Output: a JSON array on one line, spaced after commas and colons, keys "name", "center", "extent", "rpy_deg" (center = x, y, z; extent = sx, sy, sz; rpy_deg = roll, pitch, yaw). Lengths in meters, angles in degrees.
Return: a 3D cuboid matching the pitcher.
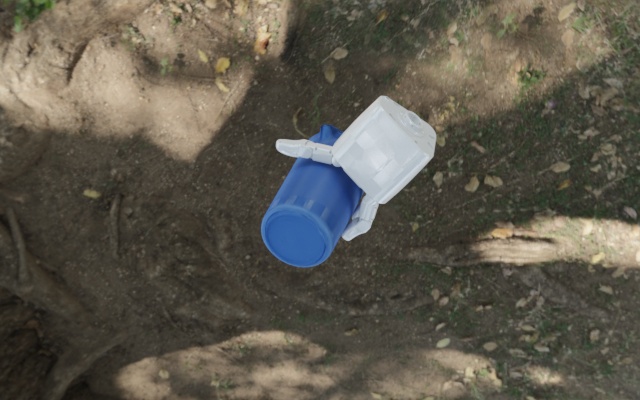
[{"name": "pitcher", "center": [0.000, 0.002, 0.765], "extent": [0.145, 0.149, 0.242], "rpy_deg": [-47, 9, 35]}]
